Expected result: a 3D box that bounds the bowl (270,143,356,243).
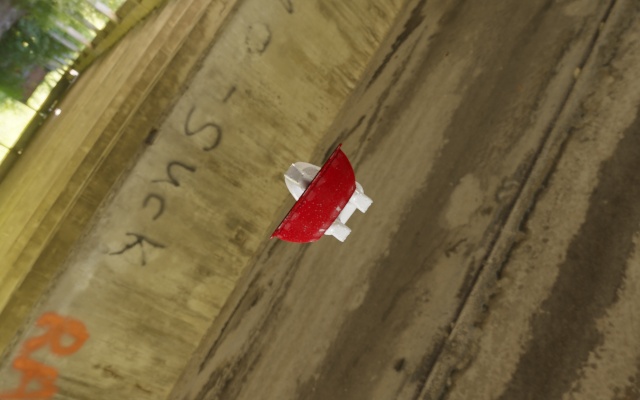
[{"bbox_3d":[0.000,0.003,0.648,0.055,0.162,0.162,37,-2,-2],"label":"bowl"}]
